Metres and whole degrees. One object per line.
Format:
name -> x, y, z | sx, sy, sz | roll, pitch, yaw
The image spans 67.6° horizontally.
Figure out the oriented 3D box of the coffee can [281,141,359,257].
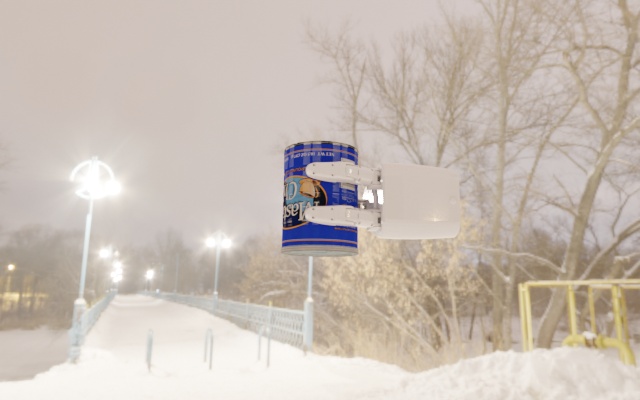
coffee can -> 0.000, 0.002, 0.641 | 0.103, 0.140, 0.103 | 1, -11, 0
